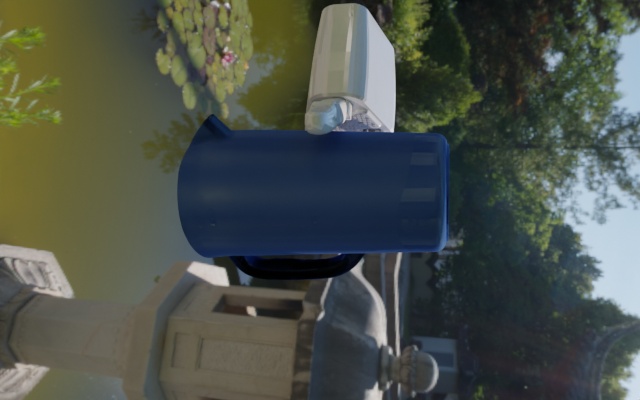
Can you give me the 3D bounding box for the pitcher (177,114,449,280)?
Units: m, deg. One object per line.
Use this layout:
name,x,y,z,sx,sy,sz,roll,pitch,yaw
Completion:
pitcher,0.000,0.001,0.468,0.243,0.145,0.149,1,-15,15
